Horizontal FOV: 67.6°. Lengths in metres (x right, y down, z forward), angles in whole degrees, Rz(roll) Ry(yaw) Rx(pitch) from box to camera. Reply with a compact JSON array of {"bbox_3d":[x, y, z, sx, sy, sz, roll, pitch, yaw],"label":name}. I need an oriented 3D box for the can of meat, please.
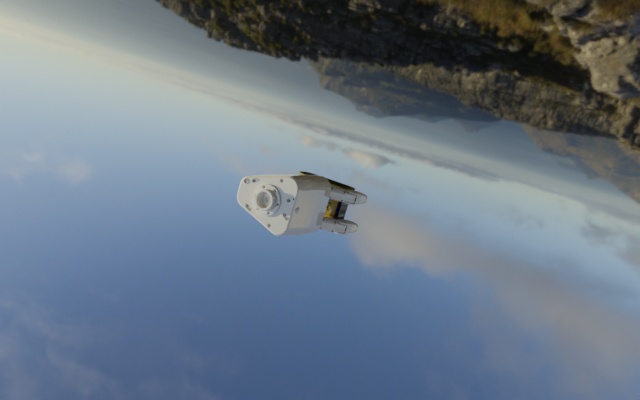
[{"bbox_3d":[0.000,0.003,0.854,0.102,0.084,0.057,20,9,21],"label":"can of meat"}]
